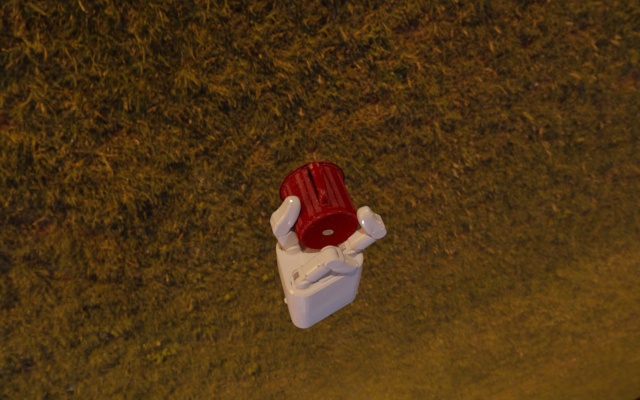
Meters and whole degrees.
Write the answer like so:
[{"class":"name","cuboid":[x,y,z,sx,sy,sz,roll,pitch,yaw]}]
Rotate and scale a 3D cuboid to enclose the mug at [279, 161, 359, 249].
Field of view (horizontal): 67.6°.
[{"class":"mug","cuboid":[0.000,0.001,0.612,0.093,0.081,0.117,-14,-38,-10]}]
